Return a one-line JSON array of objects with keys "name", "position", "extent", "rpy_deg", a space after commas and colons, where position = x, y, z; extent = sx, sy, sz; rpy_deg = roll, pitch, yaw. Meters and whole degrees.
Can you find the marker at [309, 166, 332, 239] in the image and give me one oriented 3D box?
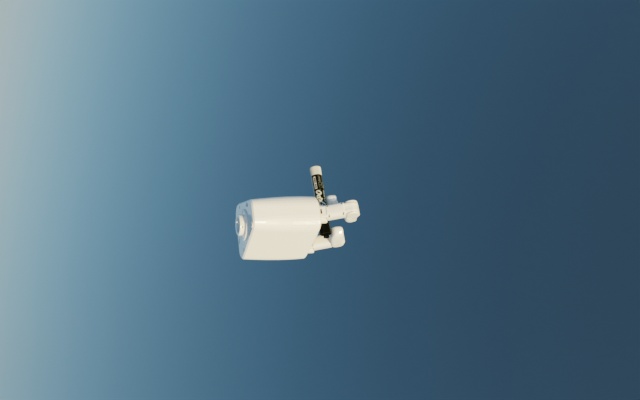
[{"name": "marker", "position": [0.000, 0.002, 0.762], "extent": [0.020, 0.121, 0.020], "rpy_deg": [-8, -21, -3]}]
